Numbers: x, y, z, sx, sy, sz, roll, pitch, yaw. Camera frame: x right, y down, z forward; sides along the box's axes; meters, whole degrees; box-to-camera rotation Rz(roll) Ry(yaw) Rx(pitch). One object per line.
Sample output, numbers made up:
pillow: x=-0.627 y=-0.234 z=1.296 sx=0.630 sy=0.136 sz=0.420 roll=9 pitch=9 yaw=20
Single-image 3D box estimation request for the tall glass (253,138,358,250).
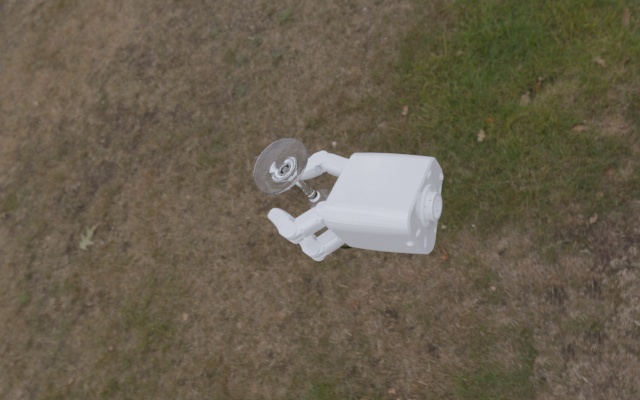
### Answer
tall glass: x=0.000 y=0.002 z=0.627 sx=0.079 sy=0.079 sz=0.201 roll=0 pitch=-26 yaw=31
